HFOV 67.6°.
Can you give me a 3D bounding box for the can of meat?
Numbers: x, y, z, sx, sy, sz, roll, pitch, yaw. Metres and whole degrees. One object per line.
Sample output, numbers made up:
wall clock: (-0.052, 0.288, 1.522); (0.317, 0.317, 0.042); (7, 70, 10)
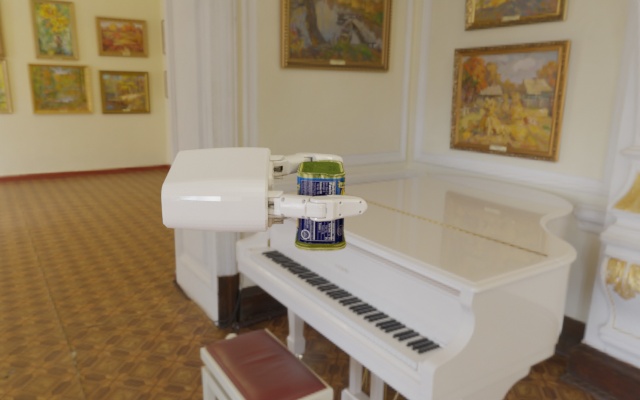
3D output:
can of meat: (0.000, 0.001, 0.545); (0.057, 0.084, 0.102); (1, 13, 0)
